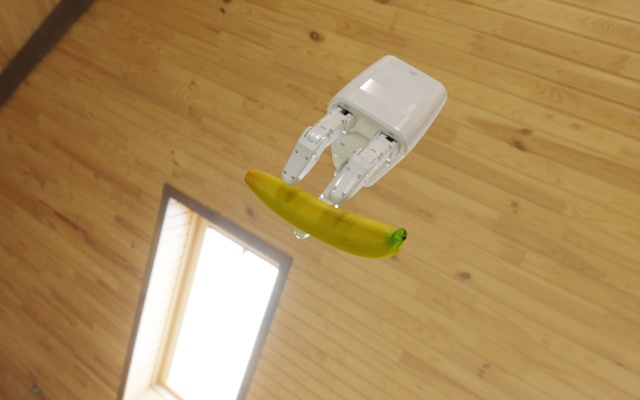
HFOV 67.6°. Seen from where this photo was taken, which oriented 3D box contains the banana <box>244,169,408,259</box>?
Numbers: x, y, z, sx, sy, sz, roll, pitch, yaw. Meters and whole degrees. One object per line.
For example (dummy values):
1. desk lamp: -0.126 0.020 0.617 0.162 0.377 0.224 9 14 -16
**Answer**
1. banana: 0.007 0.015 0.473 0.197 0.070 0.037 19 55 34
